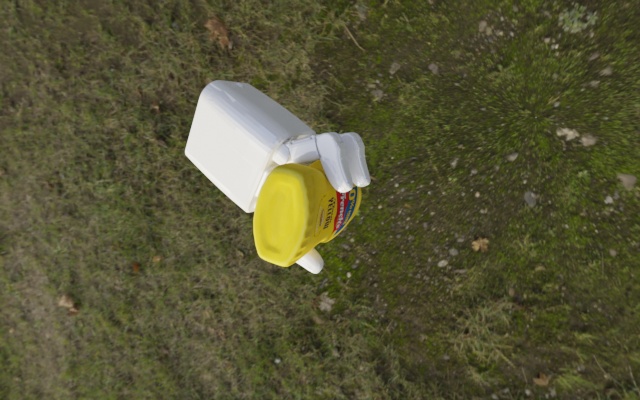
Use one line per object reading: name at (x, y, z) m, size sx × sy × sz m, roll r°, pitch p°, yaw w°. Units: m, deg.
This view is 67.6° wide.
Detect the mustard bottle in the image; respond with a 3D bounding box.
mustard bottle at (0.000, 0.002, 0.524) m, size 0.058 × 0.096 × 0.191 m, roll 15°, pitch 15°, yaw 21°
